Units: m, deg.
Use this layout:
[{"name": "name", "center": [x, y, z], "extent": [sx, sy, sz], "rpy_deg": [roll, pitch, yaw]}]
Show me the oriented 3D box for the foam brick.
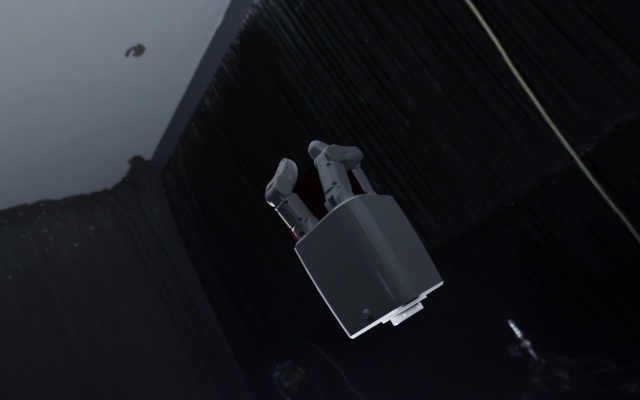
[{"name": "foam brick", "center": [0.000, 0.002, 0.508], "extent": [0.053, 0.051, 0.078], "rpy_deg": [-13, -24, -46]}]
